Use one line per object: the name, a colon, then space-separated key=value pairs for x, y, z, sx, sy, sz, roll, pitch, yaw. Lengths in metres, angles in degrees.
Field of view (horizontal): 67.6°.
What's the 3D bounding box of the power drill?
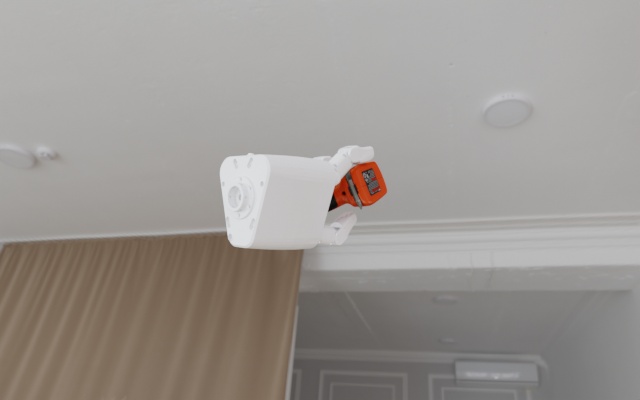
power drill: x=0.000 y=0.002 z=0.706 sx=0.188 sy=0.057 sz=0.184 roll=-23 pitch=3 yaw=24
